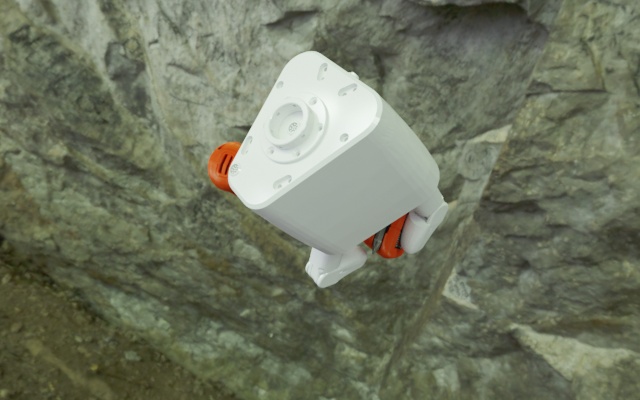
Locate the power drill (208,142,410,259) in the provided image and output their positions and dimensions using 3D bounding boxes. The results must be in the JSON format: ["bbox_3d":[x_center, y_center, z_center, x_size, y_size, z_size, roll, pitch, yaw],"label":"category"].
[{"bbox_3d":[0.000,0.002,0.486,0.187,0.057,0.184,19,1,16],"label":"power drill"}]
